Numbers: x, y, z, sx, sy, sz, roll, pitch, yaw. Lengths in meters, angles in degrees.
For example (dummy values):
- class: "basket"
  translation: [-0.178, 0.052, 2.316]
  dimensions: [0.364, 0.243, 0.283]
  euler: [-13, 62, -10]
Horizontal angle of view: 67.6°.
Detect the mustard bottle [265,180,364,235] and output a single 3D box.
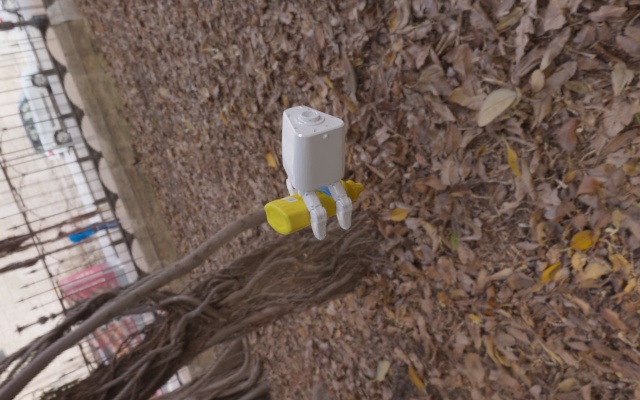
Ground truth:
- class: "mustard bottle"
  translation: [0.000, 0.003, 0.885]
  dimensions: [0.191, 0.058, 0.096]
  euler: [-21, 18, -27]
